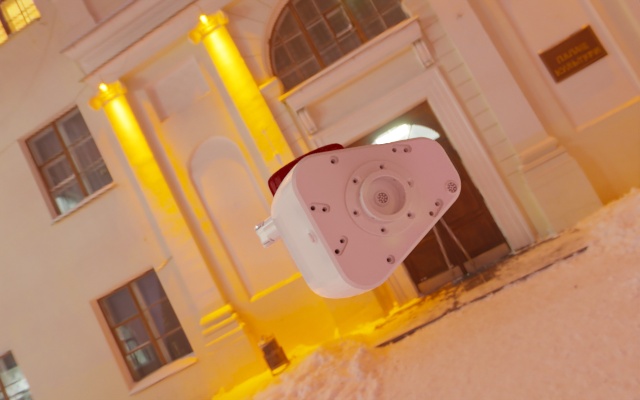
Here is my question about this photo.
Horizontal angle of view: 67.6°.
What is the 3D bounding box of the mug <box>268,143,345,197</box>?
[{"bbox_3d":[0.000,0.002,0.464,0.093,0.081,0.117,-26,-5,-16],"label":"mug"}]
